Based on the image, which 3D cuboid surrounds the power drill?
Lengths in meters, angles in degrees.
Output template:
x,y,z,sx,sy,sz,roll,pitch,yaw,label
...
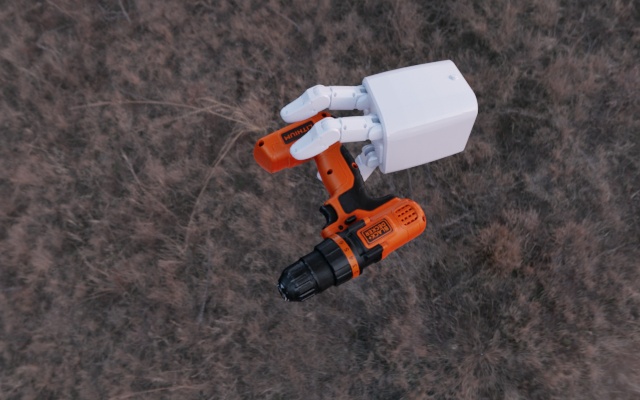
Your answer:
x,y,z,sx,sy,sz,roll,pitch,yaw,label
0.000,0.001,0.544,0.184,0.187,0.057,-27,-17,-19,power drill
